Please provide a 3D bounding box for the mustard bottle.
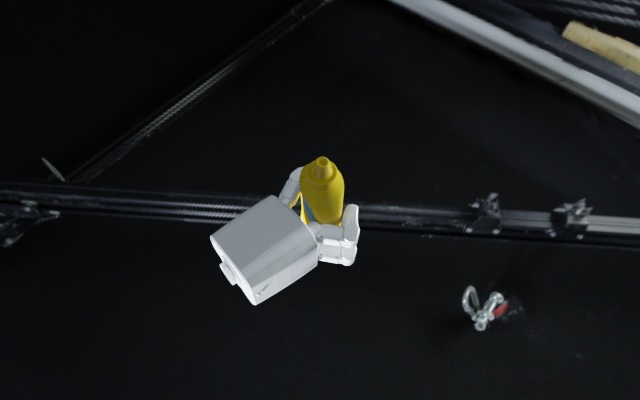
[{"bbox_3d":[0.000,0.002,0.673,0.058,0.096,0.192,-11,-30,-7],"label":"mustard bottle"}]
